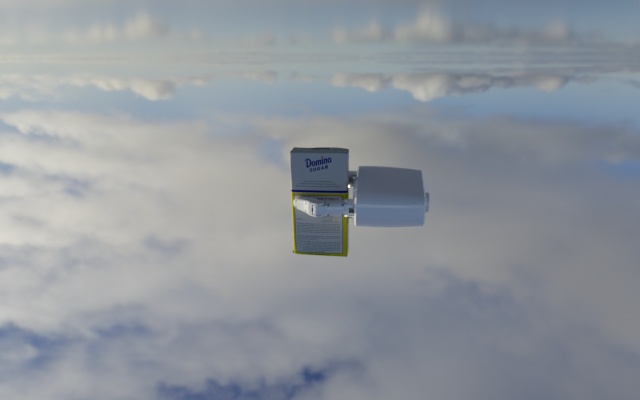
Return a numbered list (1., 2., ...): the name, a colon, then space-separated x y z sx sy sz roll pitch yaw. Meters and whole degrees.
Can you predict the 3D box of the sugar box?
1. sugar box: 0.000 0.002 0.778 0.093 0.176 0.048 2 17 7
